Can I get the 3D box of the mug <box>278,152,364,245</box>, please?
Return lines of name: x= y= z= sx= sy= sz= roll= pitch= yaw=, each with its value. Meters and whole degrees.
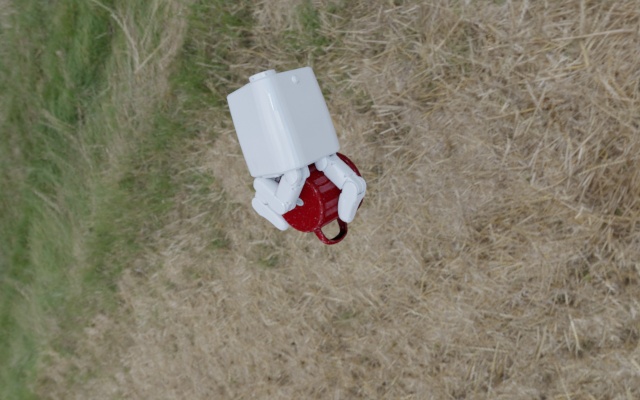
mug: x=0.000 y=0.003 z=0.621 sx=0.093 sy=0.117 sz=0.081 roll=-11 pitch=12 yaw=43
